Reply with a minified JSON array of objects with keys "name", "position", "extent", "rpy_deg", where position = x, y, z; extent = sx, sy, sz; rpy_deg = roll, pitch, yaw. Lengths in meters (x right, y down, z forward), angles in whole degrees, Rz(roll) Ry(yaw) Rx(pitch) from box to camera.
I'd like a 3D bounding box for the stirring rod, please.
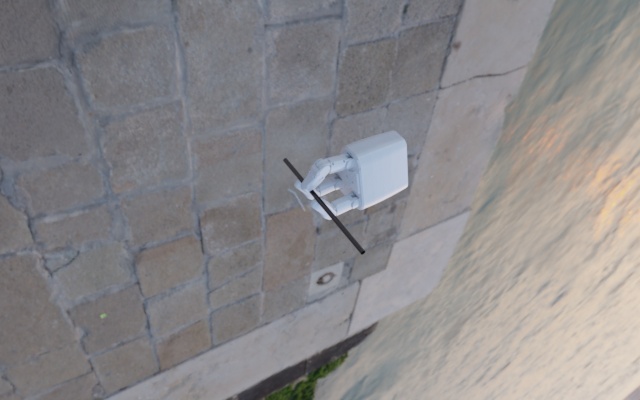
[{"name":"stirring rod","position":[0.000,0.002,0.773],"extent":[0.011,0.011,0.239],"rpy_deg":[0,38,-42]}]
